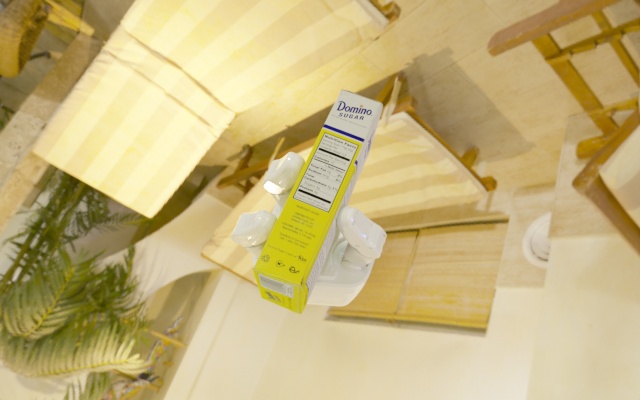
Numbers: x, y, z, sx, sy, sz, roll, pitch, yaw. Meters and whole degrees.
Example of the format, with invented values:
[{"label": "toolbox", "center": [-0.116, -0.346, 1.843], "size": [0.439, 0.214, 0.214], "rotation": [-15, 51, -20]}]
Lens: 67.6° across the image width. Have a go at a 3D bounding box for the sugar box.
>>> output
[{"label": "sugar box", "center": [-0.001, 0.001, 0.413], "size": [0.048, 0.176, 0.093], "rotation": [19, -24, 6]}]
